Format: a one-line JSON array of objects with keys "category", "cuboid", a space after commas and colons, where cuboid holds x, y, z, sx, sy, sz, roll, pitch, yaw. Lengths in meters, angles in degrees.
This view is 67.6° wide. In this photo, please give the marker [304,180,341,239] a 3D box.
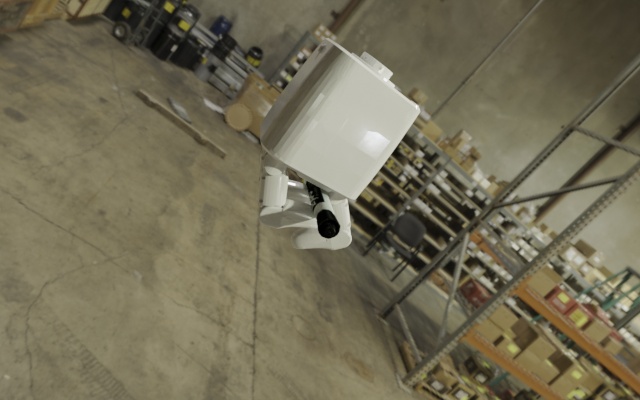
[{"category": "marker", "cuboid": [0.000, 0.002, 0.442, 0.020, 0.020, 0.121, 0, 23, -8]}]
